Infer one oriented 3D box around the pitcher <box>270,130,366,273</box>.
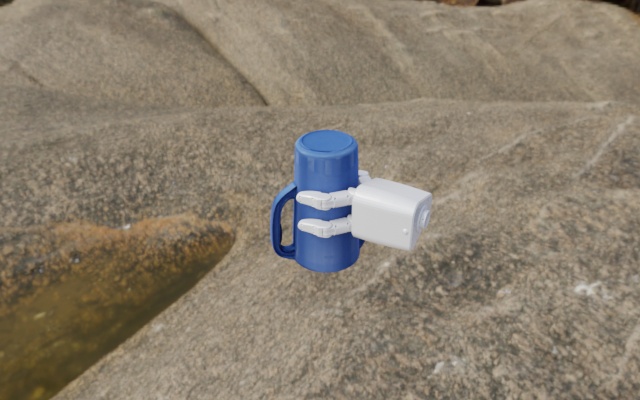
[{"bbox_3d":[0.000,0.003,0.868,0.145,0.243,0.149,16,35,25],"label":"pitcher"}]
